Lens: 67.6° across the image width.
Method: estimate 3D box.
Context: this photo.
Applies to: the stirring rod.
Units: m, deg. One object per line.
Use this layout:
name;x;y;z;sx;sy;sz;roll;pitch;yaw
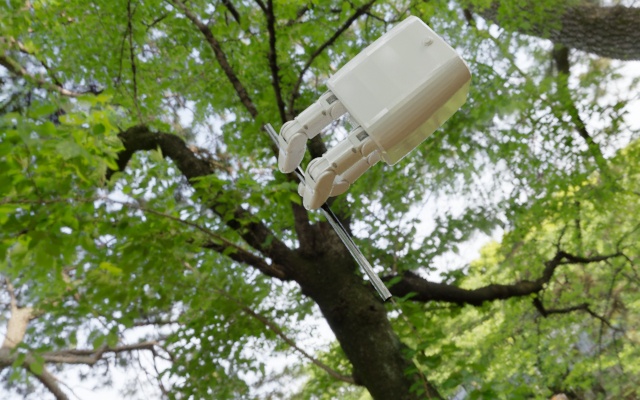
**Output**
stirring rod;0.000;0.002;0.484;0.011;0.239;0.011;-26;-30;-16
